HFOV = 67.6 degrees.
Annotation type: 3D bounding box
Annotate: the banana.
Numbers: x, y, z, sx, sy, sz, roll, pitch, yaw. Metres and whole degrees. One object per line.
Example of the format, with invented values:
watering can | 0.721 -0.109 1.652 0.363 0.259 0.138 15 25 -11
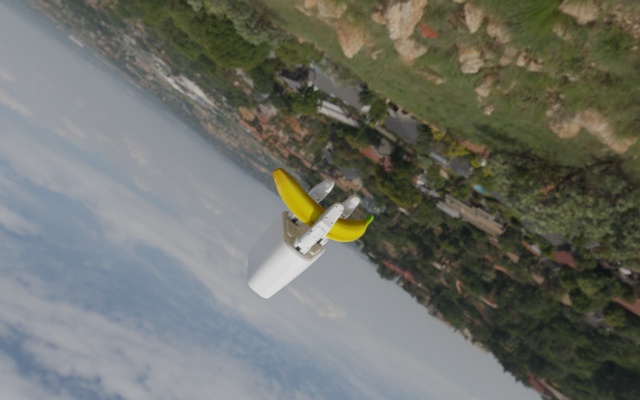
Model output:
banana | 0.001 0.019 0.759 0.198 0.069 0.037 28 -41 -28
